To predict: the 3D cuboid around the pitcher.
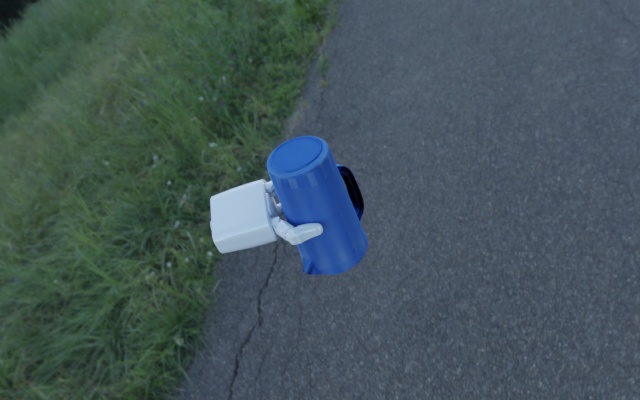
[{"bbox_3d":[0.000,0.003,0.856,0.145,0.243,0.149,-16,39,6],"label":"pitcher"}]
